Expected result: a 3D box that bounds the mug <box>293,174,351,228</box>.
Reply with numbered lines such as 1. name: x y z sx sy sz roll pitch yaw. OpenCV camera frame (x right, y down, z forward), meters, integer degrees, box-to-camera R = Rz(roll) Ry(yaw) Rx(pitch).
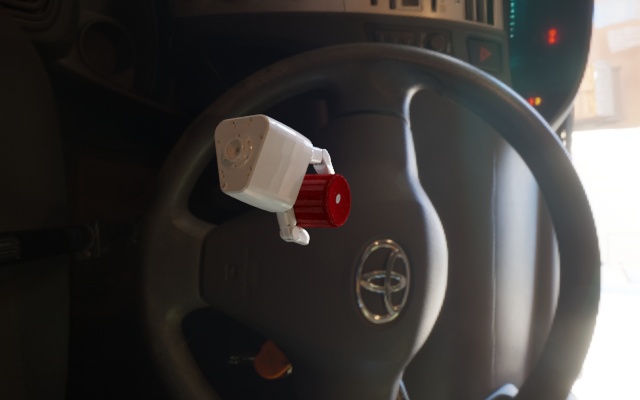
1. mug: 0.001 0.003 0.745 0.081 0.093 0.117 0 -11 31
